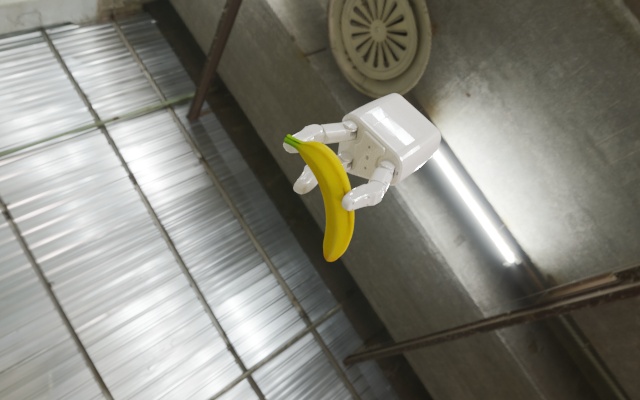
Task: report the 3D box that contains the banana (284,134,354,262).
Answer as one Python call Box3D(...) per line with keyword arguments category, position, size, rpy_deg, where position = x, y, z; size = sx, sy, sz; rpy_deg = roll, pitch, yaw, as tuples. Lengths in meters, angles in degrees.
Box3D(category="banana", position=(0.013, 0.001, 0.628), size=(0.069, 0.198, 0.037), rpy_deg=(9, 35, 43))
